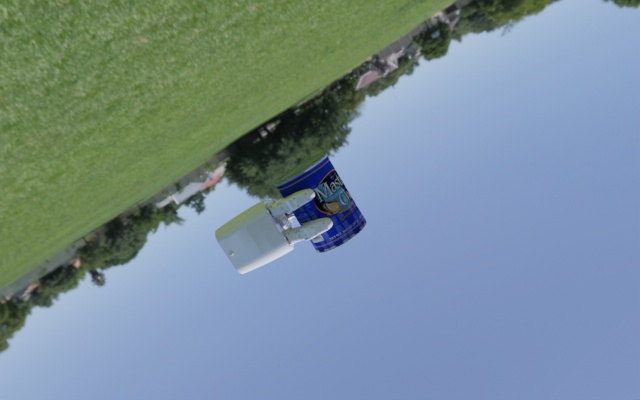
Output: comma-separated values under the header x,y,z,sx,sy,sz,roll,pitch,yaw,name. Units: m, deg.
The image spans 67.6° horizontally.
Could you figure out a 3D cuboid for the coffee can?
x,y,z,sx,sy,sz,roll,pitch,yaw,name
0.000,0.002,0.816,0.103,0.140,0.102,-30,10,6,coffee can
